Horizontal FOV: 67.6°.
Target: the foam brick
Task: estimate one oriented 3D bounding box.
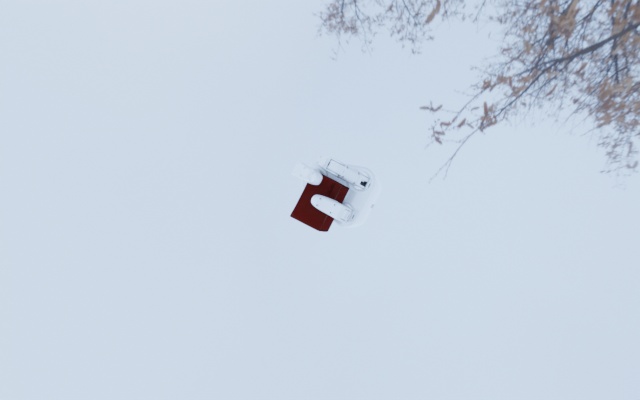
[{"bbox_3d":[0.000,0.003,0.716,0.053,0.078,0.051,28,3,15],"label":"foam brick"}]
